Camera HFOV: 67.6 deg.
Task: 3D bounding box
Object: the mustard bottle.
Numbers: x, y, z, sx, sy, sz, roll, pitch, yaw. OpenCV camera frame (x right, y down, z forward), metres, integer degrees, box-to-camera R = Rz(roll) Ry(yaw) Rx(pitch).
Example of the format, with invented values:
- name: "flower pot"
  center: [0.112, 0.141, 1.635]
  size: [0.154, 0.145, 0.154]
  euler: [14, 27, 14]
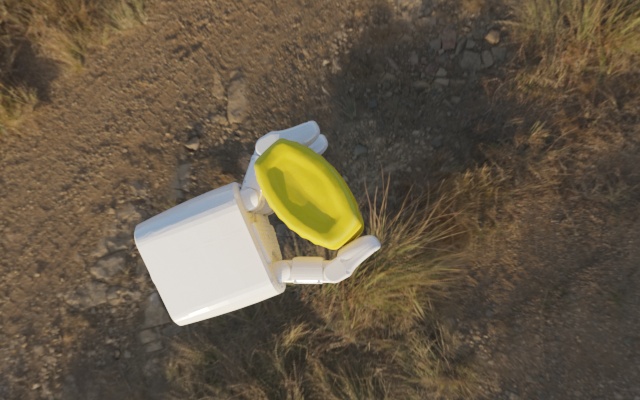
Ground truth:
- name: "mustard bottle"
  center: [0.000, 0.001, 0.457]
  size: [0.096, 0.058, 0.191]
  euler: [45, 2, 9]
